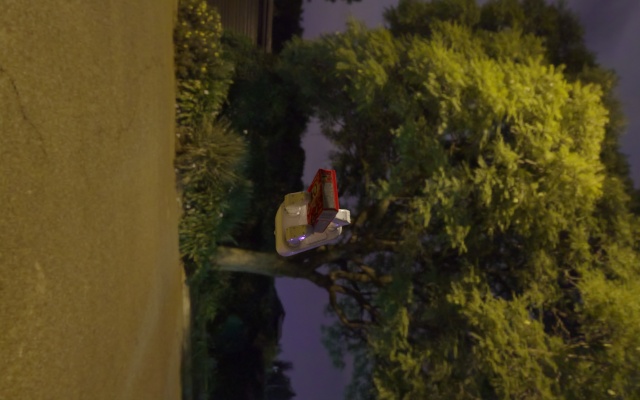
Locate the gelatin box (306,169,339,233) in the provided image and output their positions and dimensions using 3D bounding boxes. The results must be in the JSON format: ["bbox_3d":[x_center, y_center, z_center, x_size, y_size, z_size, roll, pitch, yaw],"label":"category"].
[{"bbox_3d":[0.001,0.002,0.765,0.030,0.073,0.089,4,-27,-17],"label":"gelatin box"}]
